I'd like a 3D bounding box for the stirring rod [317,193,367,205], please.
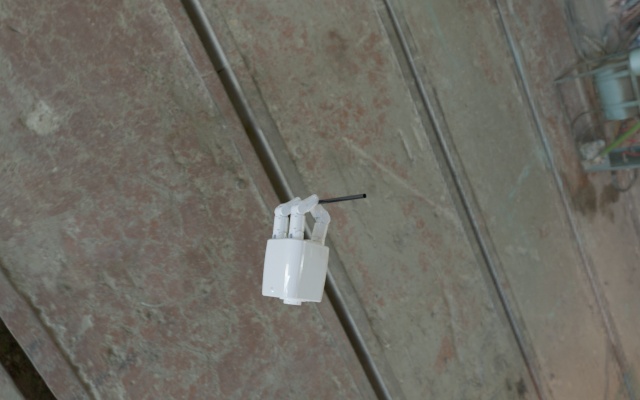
[{"bbox_3d":[0.000,0.003,0.893,0.011,0.011,0.239,0,-5,-38],"label":"stirring rod"}]
